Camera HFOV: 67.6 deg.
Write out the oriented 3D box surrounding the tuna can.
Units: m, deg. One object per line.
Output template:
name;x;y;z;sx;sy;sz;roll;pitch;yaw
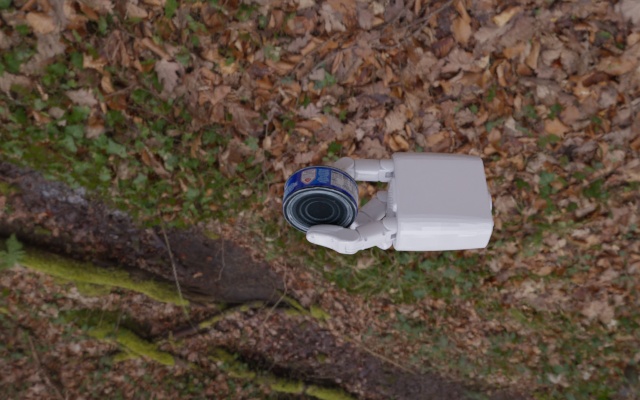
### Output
tuna can;0.000;0.002;0.539;0.086;0.033;0.086;3;-42;2
